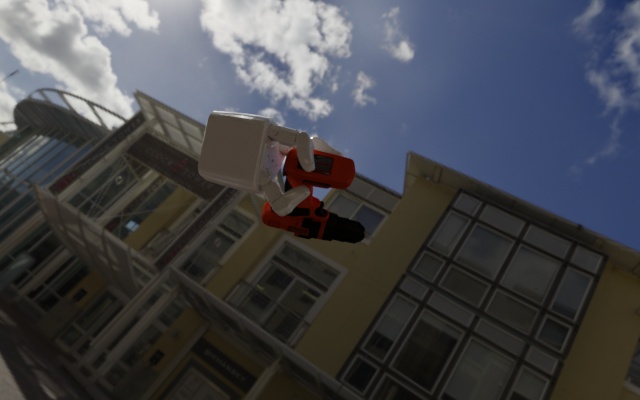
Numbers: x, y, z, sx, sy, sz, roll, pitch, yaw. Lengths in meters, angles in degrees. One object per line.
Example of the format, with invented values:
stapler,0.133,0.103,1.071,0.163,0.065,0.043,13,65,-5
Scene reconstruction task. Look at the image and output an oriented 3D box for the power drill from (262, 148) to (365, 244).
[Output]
power drill,0.000,0.002,0.779,0.184,0.057,0.188,12,-37,-4
